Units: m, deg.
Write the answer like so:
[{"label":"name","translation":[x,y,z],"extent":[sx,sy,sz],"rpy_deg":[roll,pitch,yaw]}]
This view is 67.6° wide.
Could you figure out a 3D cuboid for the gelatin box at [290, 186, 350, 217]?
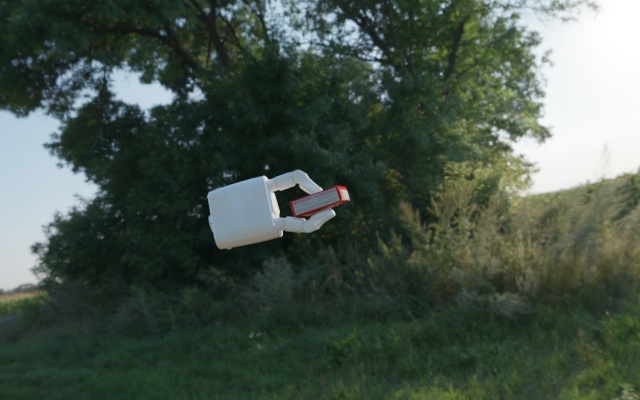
[{"label":"gelatin box","translation":[0.000,0.002,0.827],"extent":[0.089,0.030,0.073],"rpy_deg":[-20,-5,14]}]
